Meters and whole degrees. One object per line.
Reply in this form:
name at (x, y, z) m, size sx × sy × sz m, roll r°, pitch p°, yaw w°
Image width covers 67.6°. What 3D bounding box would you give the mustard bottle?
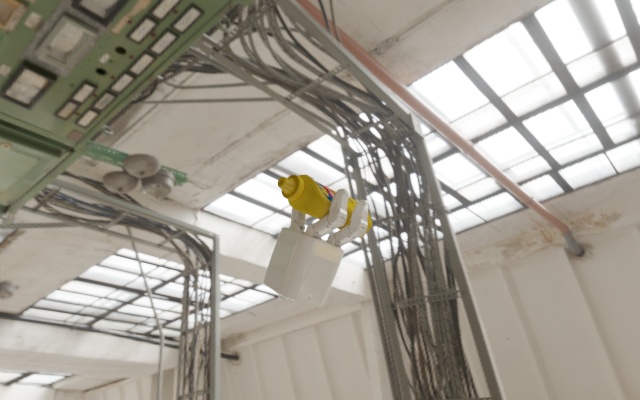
mustard bottle at (0.000, 0.002, 0.802) m, size 0.192 × 0.058 × 0.096 m, roll 26°, pitch 17°, yaw -44°
